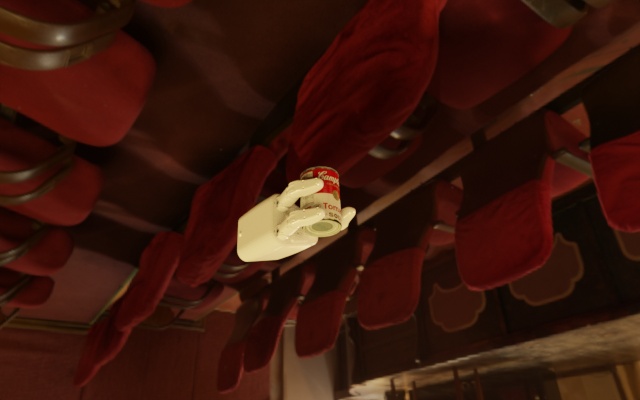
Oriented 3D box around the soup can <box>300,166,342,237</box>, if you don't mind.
[{"bbox_3d":[0.001,0.003,0.811,0.068,0.102,0.068,-2,-29,-1],"label":"soup can"}]
